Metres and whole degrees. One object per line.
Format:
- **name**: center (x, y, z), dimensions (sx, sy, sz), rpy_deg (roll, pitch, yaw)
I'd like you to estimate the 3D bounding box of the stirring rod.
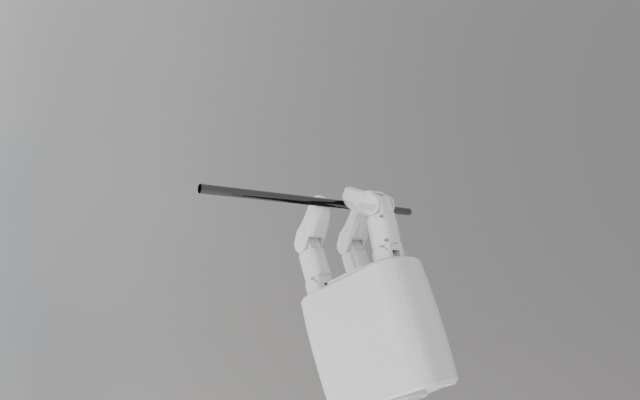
- **stirring rod**: center (0.000, 0.002, 0.452), dimensions (0.239, 0.011, 0.011), rpy_deg (7, -4, -36)
